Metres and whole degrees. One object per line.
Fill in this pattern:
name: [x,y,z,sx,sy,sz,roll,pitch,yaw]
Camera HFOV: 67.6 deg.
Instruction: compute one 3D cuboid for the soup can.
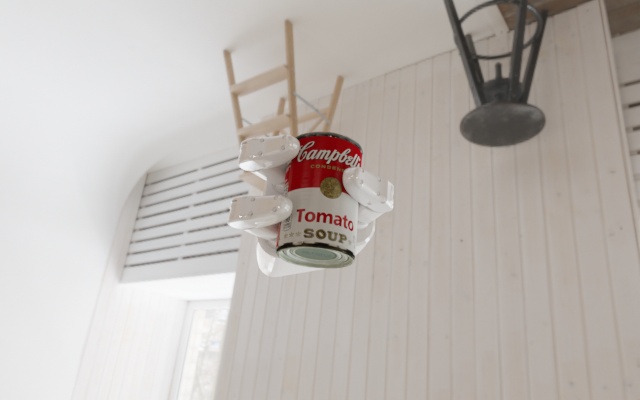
soup can: [0.000,0.001,0.414,0.068,0.102,0.068,5,-22,2]
